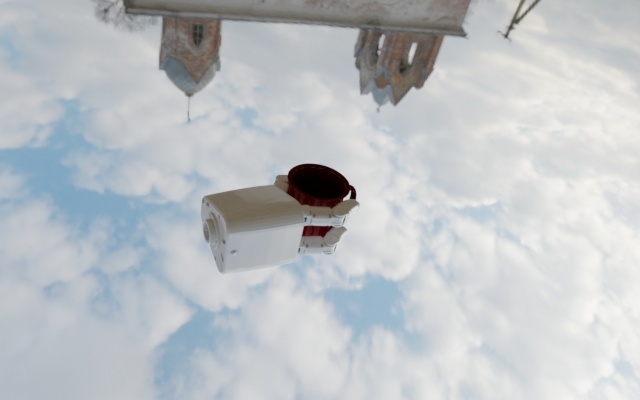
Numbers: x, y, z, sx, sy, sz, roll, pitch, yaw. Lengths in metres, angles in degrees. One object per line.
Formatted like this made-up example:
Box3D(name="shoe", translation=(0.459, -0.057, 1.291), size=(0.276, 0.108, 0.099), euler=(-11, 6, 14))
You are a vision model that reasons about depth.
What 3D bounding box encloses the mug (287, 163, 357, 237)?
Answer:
Box3D(name="mug", translation=(0.001, 0.002, 0.716), size=(0.117, 0.081, 0.093), euler=(-7, 41, -28))
